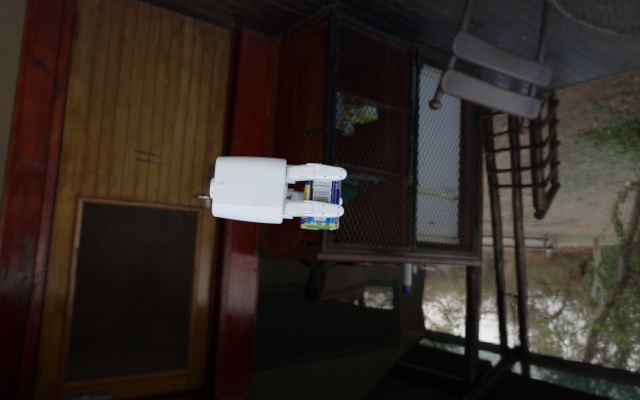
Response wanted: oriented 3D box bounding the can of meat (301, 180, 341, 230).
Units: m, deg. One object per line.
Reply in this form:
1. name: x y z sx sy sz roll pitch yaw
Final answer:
1. can of meat: 0.000 0.003 0.759 0.057 0.084 0.102 5 -6 -7
